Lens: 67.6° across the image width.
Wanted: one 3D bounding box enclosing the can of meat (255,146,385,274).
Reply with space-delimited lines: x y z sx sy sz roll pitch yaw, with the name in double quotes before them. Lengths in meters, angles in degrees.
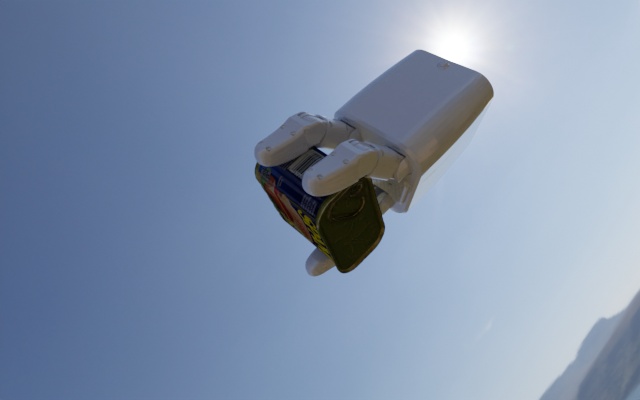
"can of meat" 0.000 0.001 0.401 0.084 0.057 0.102 37 -17 34
